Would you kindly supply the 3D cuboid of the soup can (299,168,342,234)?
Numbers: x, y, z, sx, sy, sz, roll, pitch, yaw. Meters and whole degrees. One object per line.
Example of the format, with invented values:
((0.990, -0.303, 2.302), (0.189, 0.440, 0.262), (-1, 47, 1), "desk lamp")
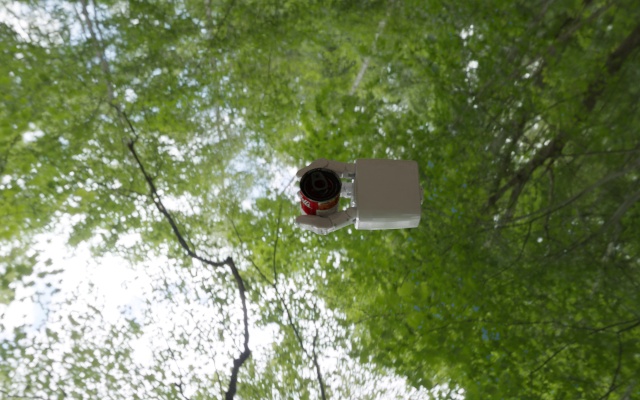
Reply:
((0.000, 0.003, 0.801), (0.068, 0.068, 0.102), (0, -35, 0), "soup can")
